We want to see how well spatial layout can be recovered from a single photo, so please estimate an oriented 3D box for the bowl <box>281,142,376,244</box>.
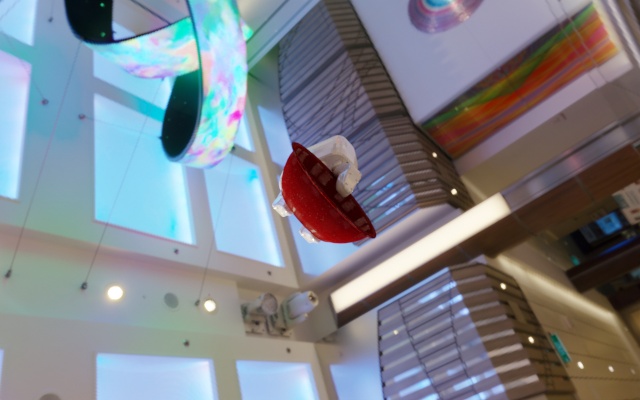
[{"bbox_3d":[0.000,0.002,0.617,0.055,0.162,0.162,-41,-9,11],"label":"bowl"}]
